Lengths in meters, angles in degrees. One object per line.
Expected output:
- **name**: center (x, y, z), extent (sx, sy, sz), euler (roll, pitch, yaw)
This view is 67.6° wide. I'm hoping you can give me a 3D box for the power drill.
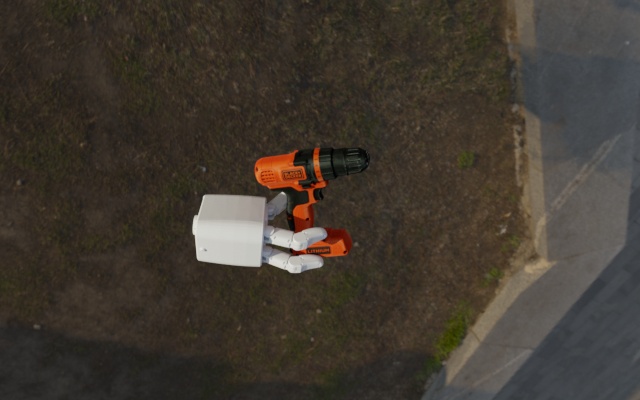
- **power drill**: center (0.000, 0.003, 0.783), extent (0.184, 0.188, 0.057), euler (-5, 28, 15)
